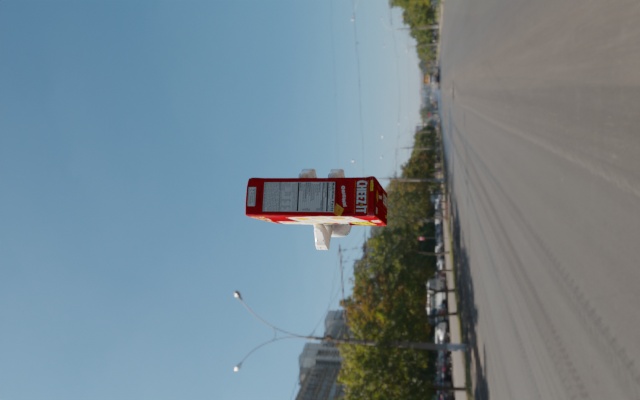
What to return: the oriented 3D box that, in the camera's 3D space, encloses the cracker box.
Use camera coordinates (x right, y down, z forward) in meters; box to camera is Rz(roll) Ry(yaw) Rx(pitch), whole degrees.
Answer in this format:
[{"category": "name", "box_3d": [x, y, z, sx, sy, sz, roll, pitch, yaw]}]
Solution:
[{"category": "cracker box", "box_3d": [0.000, 0.003, 0.824, 0.213, 0.072, 0.164, 0, -7, 14]}]
